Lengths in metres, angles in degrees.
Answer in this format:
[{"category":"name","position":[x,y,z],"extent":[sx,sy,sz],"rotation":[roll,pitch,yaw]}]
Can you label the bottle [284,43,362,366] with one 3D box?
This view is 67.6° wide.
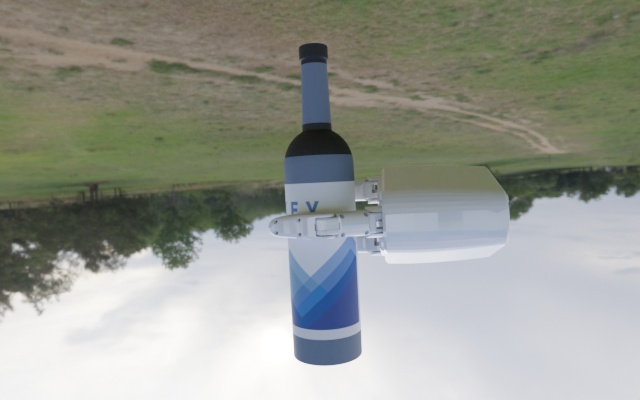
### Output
[{"category":"bottle","position":[0.000,0.002,0.458],"extent":[0.069,0.296,0.069],"rotation":[-3,2,0]}]
